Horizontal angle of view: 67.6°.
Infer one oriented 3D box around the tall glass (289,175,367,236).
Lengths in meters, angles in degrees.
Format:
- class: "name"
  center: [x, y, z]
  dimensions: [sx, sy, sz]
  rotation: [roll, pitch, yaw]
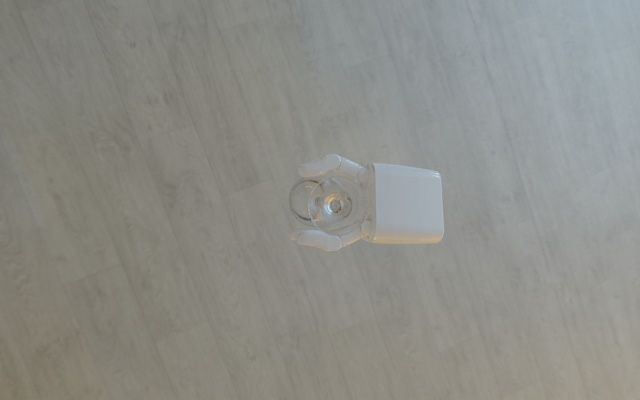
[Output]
- class: "tall glass"
  center: [0.000, 0.002, 0.680]
  dimensions: [0.079, 0.079, 0.201]
  rotation: [0, 3, -13]
